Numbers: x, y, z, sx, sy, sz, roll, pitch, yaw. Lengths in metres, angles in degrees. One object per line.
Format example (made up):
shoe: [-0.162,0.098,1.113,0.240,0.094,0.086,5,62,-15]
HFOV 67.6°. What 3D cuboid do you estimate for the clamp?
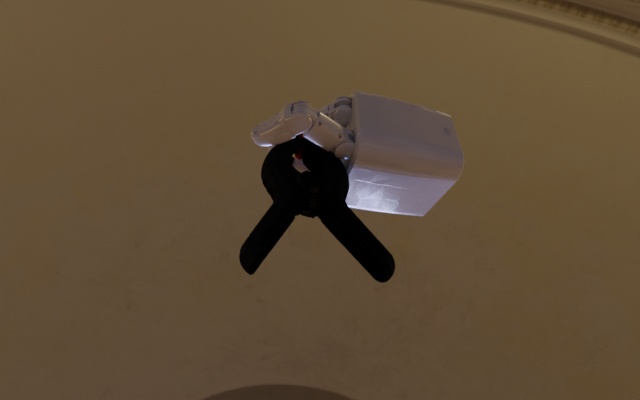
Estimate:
clamp: [0.000,0.002,0.407,0.120,0.171,0.039,17,-47,-15]
